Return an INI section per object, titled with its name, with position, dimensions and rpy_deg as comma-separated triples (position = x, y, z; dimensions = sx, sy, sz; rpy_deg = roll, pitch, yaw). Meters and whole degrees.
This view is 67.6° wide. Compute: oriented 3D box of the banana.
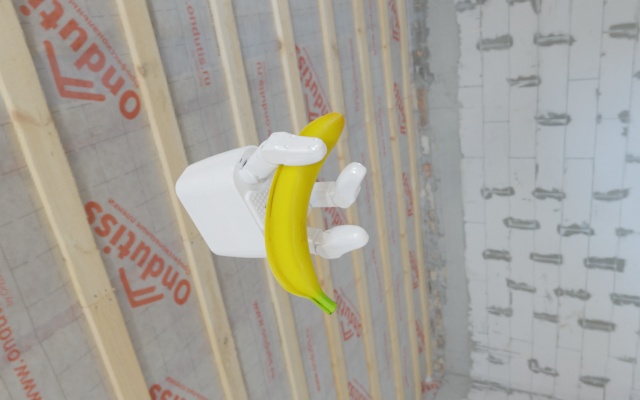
[banana]
position = -0.016, 0.000, 0.435
dimensions = 0.069, 0.197, 0.037
rpy_deg = 17, -23, -31
